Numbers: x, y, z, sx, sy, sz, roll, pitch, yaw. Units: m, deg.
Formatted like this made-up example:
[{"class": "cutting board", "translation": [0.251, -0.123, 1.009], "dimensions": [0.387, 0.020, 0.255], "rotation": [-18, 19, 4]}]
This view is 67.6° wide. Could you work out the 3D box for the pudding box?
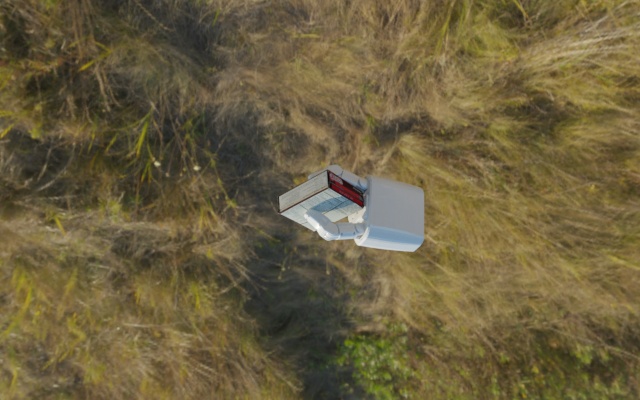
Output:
[{"class": "pudding box", "translation": [0.000, 0.003, 0.773], "dimensions": [0.113, 0.039, 0.090], "rotation": [-28, -41, 31]}]
